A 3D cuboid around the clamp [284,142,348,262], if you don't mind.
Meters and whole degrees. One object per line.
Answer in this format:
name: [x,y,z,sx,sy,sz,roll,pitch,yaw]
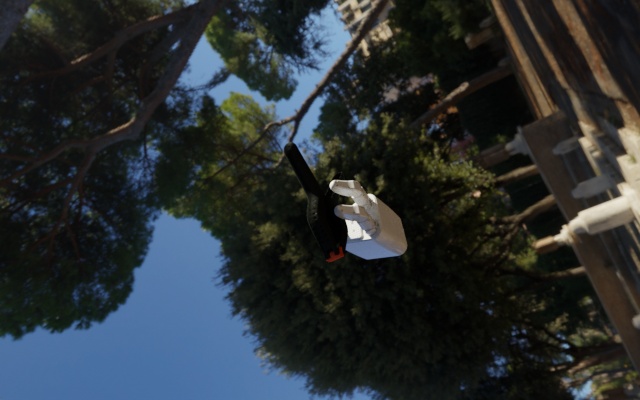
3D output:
clamp: [0.000,0.004,0.827,0.036,0.209,0.165,-29,-40,28]
